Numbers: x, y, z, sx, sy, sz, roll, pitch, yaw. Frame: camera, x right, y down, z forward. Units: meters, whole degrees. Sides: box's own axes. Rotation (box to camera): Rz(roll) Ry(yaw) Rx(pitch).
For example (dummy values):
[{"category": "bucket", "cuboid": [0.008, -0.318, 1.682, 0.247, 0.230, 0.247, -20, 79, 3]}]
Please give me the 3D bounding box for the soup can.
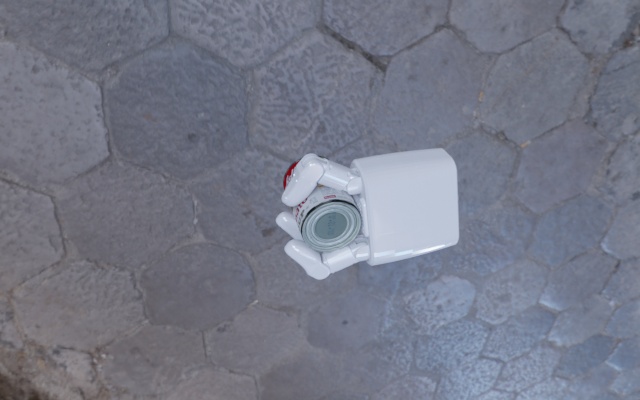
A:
[{"category": "soup can", "cuboid": [0.000, 0.002, 0.537, 0.068, 0.068, 0.102, 0, 32, -17]}]
